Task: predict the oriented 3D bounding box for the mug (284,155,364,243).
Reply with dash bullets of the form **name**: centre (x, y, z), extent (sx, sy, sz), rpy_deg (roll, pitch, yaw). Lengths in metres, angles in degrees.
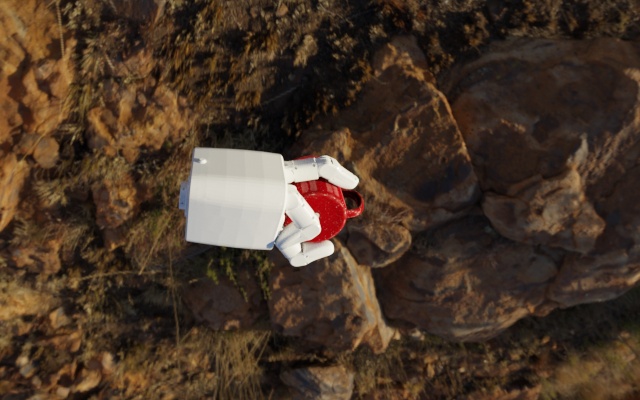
- **mug**: centre (0.002, 0.002, 0.629), extent (0.117, 0.093, 0.081), rpy_deg (6, 34, -14)
